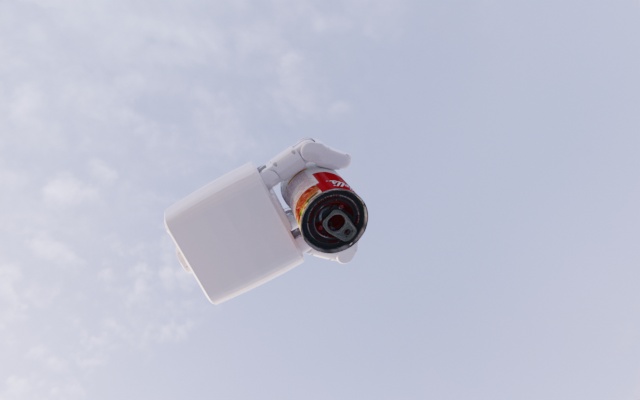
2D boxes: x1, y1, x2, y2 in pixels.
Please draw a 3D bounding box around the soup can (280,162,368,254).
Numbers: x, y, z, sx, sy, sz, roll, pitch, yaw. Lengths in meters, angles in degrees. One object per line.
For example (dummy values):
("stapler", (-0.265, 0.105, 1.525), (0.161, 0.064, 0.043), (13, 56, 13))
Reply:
("soup can", (0.000, 0.001, 0.497), (0.068, 0.068, 0.102), (0, 23, -17))
